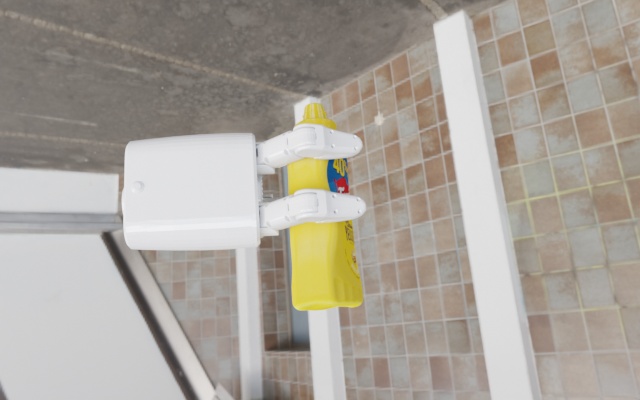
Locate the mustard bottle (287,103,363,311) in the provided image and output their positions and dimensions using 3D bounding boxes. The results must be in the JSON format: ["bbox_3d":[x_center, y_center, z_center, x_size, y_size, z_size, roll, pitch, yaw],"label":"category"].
[{"bbox_3d":[0.000,0.002,0.438,0.058,0.191,0.096,-9,-15,15],"label":"mustard bottle"}]
